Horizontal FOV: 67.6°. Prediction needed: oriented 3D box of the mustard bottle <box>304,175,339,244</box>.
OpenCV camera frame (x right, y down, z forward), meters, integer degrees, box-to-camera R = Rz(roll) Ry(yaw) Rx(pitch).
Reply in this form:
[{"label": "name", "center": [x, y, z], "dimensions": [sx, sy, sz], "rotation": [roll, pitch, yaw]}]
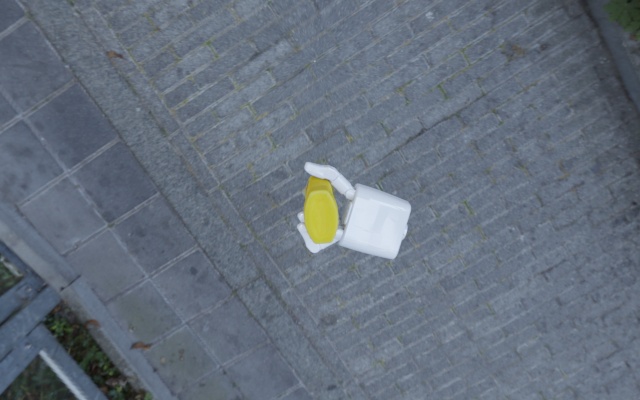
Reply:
[{"label": "mustard bottle", "center": [0.000, 0.003, 0.872], "dimensions": [0.058, 0.096, 0.191], "rotation": [-6, 16, 1]}]
